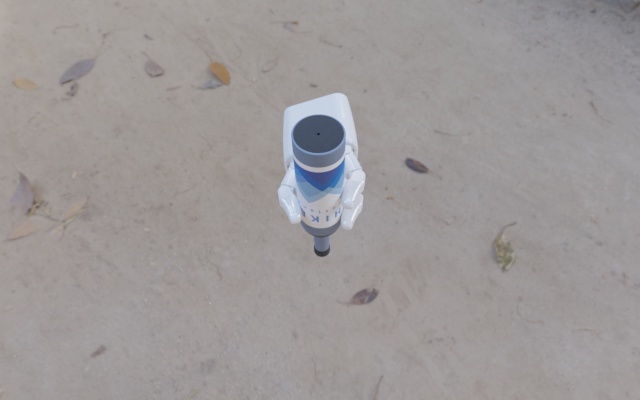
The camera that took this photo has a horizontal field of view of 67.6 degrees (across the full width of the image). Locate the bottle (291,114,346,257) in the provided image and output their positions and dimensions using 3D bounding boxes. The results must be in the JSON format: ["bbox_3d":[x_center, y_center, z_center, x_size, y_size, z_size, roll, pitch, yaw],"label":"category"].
[{"bbox_3d":[0.000,0.002,0.697,0.069,0.069,0.296,0,-34,1],"label":"bottle"}]
